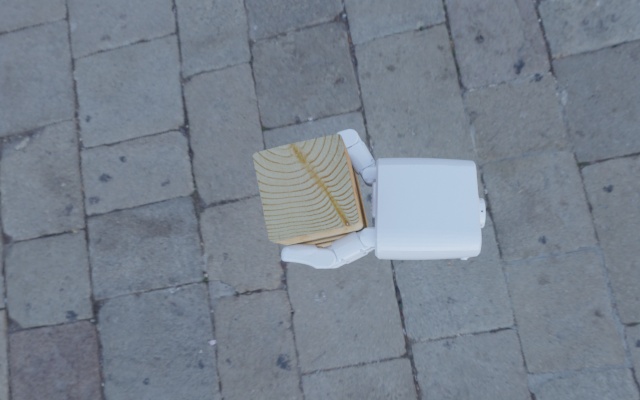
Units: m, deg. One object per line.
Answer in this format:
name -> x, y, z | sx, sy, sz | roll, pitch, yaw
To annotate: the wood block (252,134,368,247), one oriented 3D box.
wood block -> 0.000, 0.001, 0.548 | 0.090, 0.091, 0.206 | -12, -10, 6
